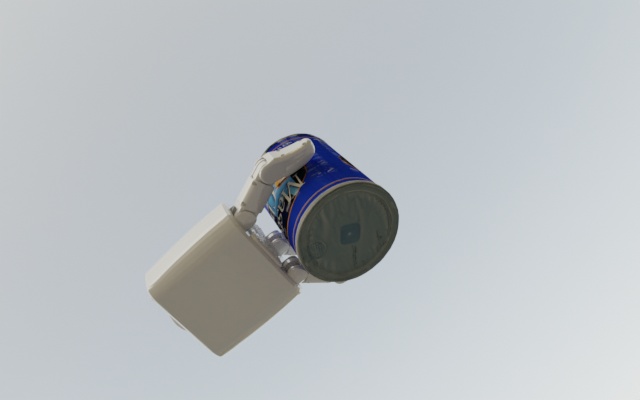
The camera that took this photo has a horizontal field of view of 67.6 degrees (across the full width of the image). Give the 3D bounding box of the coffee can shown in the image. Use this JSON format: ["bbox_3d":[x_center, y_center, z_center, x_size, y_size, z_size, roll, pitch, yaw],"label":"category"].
[{"bbox_3d":[0.000,0.001,0.488,0.103,0.103,0.140,0,25,-25],"label":"coffee can"}]
